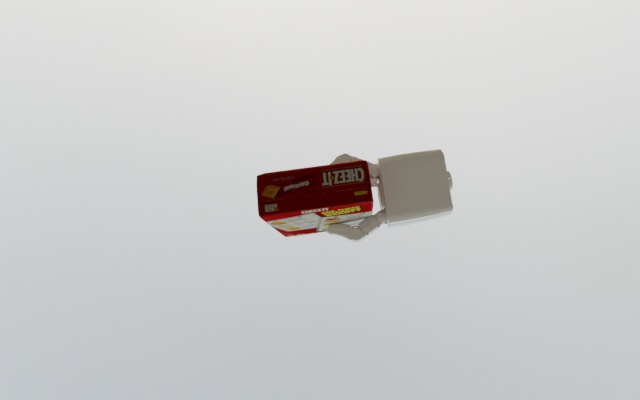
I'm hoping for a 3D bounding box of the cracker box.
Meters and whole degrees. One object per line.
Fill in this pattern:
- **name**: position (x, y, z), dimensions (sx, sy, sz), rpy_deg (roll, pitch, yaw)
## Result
- **cracker box**: position (0.000, 0.003, 0.772), dimensions (0.164, 0.072, 0.214), rpy_deg (-8, -13, 4)
